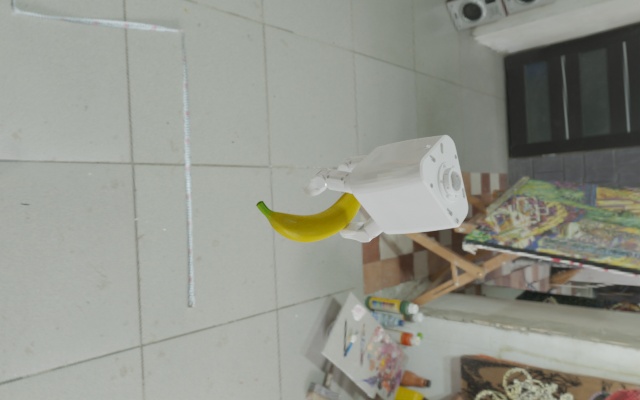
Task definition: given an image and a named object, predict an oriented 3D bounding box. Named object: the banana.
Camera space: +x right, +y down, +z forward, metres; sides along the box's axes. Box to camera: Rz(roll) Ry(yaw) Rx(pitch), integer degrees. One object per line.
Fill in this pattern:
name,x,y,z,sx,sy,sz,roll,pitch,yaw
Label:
banana,0.001,0.021,0.685,0.198,0.069,0.037,-9,-3,-44
